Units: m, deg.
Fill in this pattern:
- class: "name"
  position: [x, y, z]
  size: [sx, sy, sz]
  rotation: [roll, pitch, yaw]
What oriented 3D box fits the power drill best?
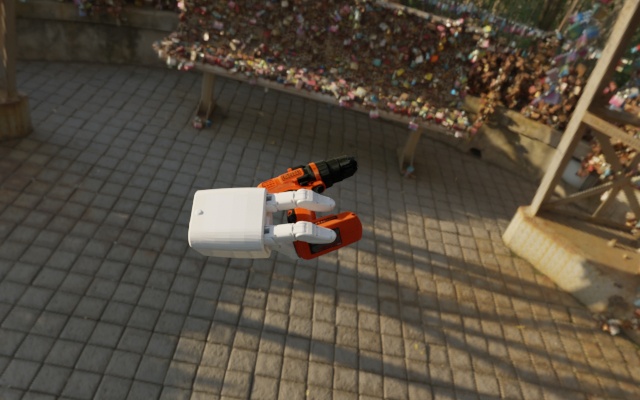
- class: "power drill"
  position: [0.000, 0.003, 0.781]
  size: [0.184, 0.057, 0.187]
  rotation: [-22, 37, -6]
